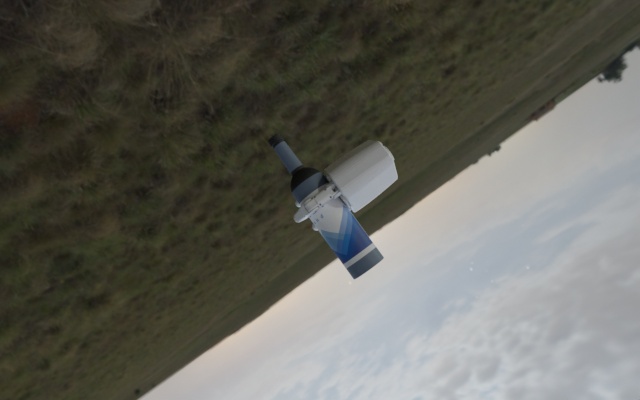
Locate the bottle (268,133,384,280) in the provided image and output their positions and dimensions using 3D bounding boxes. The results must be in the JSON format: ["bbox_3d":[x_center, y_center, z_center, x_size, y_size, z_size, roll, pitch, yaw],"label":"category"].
[{"bbox_3d":[0.000,0.003,0.862,0.069,0.295,0.069,-36,-6,-5],"label":"bottle"}]
